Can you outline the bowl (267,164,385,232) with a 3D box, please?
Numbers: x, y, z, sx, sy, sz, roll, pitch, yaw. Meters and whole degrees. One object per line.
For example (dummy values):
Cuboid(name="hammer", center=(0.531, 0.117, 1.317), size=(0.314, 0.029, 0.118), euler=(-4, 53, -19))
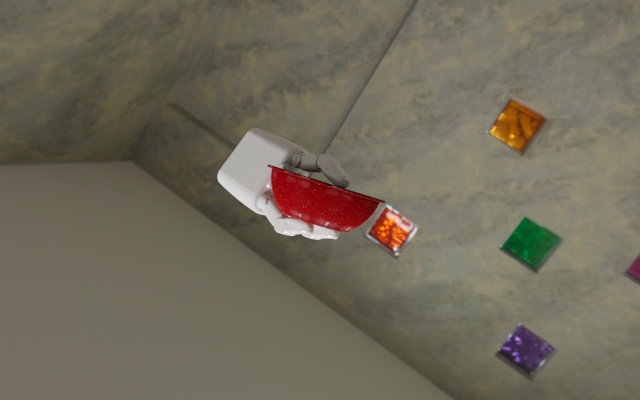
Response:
Cuboid(name="bowl", center=(0.001, 0.003, 0.625), size=(0.162, 0.055, 0.162), euler=(17, 2, -1))
